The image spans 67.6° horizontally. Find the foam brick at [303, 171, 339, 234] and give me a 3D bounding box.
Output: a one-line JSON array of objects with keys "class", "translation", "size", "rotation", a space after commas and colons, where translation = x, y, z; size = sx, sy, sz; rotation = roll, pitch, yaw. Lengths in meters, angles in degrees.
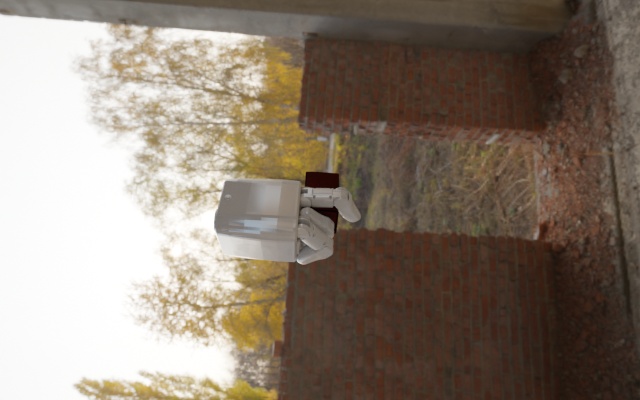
[{"class": "foam brick", "translation": [0.000, 0.002, 0.700], "size": [0.051, 0.078, 0.053], "rotation": [3, -43, -1]}]
